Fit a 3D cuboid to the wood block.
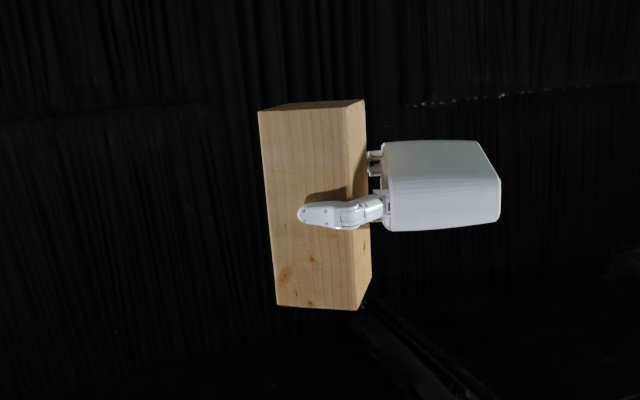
[{"bbox_3d":[0.000,0.002,0.510,0.090,0.206,0.090,1,16,17],"label":"wood block"}]
